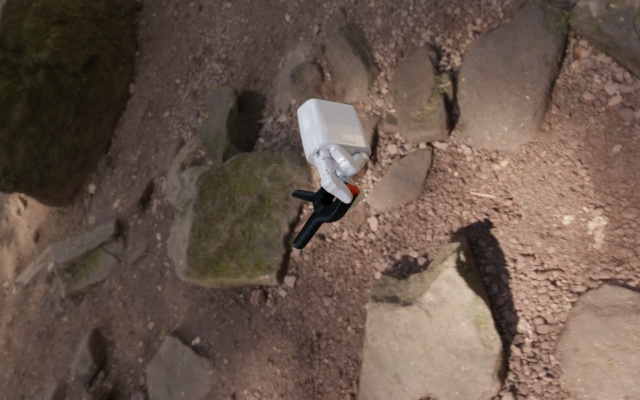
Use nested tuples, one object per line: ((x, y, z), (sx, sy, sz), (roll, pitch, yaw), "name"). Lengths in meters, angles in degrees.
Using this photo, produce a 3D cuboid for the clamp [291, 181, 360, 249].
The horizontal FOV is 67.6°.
((0.000, 0.003, 0.867), (0.039, 0.120, 0.171), (15, -40, -43), "clamp")
